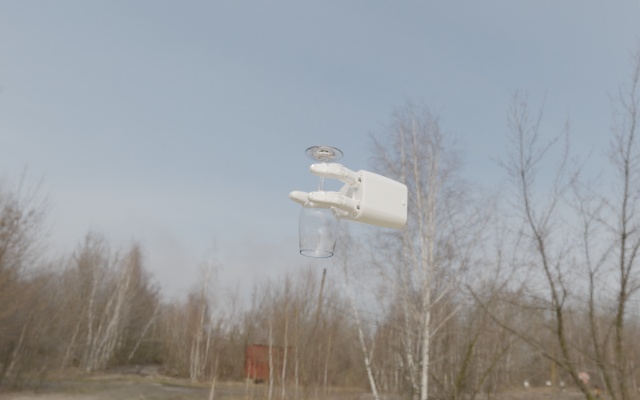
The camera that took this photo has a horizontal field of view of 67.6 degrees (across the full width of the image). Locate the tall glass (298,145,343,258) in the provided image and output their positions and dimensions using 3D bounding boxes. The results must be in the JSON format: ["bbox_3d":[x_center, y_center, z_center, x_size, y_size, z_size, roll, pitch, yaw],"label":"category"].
[{"bbox_3d":[0.000,0.002,0.894,0.079,0.201,0.079,4,-19,2],"label":"tall glass"}]
